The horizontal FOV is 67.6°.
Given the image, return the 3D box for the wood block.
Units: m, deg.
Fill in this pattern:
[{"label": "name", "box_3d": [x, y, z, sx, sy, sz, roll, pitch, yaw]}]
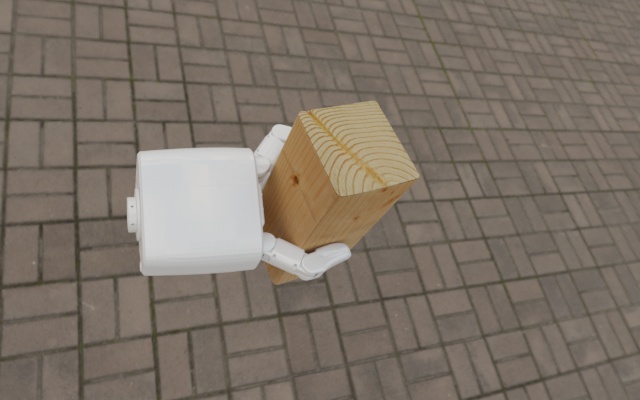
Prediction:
[{"label": "wood block", "box_3d": [0.000, 0.002, 0.501, 0.090, 0.090, 0.206, -14, -23, -29]}]
